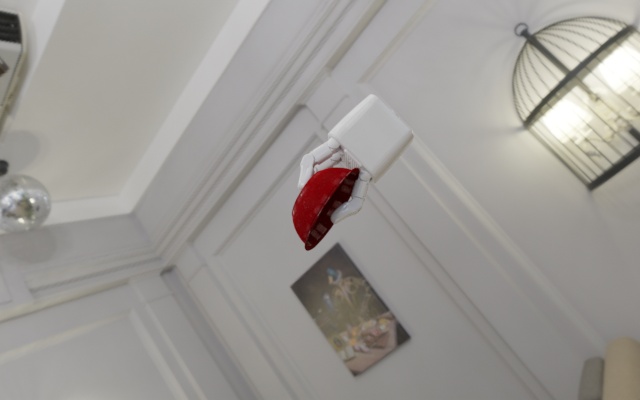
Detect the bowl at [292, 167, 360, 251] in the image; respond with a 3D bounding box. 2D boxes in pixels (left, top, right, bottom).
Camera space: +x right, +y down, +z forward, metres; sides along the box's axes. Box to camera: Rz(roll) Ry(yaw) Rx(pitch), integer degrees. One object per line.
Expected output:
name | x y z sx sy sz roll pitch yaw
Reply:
bowl | -0.001 0.003 0.796 0.055 0.162 0.162 32 7 12
